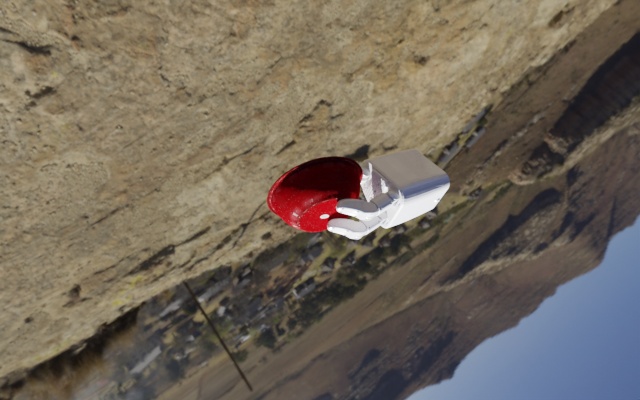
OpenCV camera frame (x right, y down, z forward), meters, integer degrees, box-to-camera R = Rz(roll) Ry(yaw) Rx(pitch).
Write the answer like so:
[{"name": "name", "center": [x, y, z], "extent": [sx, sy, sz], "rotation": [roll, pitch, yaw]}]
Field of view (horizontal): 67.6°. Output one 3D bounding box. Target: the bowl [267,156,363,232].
[{"name": "bowl", "center": [-0.001, 0.003, 0.751], "extent": [0.162, 0.055, 0.162], "rotation": [-15, -31, -9]}]
